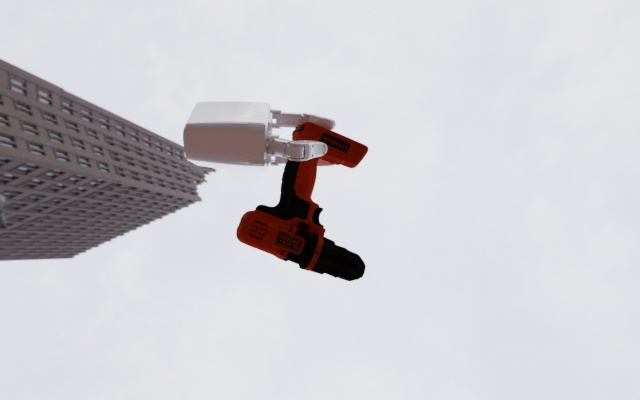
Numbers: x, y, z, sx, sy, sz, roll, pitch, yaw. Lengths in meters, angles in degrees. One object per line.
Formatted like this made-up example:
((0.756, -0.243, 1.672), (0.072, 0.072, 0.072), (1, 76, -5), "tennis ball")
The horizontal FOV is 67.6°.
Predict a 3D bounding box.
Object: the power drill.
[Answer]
((0.000, 0.002, 0.651), (0.184, 0.187, 0.057), (22, -10, -14), "power drill")
